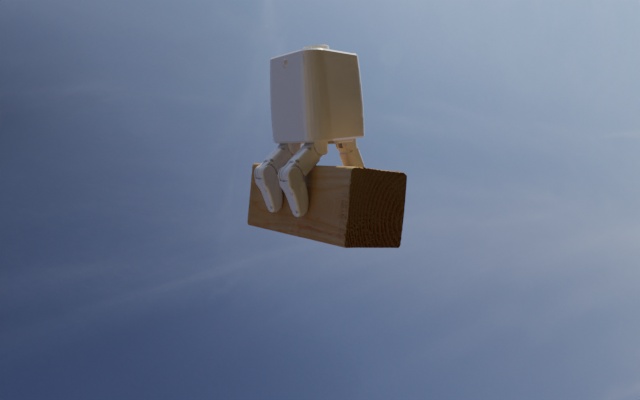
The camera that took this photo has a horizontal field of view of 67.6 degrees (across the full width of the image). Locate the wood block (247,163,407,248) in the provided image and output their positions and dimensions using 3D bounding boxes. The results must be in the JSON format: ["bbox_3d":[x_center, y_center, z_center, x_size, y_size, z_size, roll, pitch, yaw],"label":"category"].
[{"bbox_3d":[0.000,0.002,0.611,0.091,0.090,0.206,3,3,-38],"label":"wood block"}]
